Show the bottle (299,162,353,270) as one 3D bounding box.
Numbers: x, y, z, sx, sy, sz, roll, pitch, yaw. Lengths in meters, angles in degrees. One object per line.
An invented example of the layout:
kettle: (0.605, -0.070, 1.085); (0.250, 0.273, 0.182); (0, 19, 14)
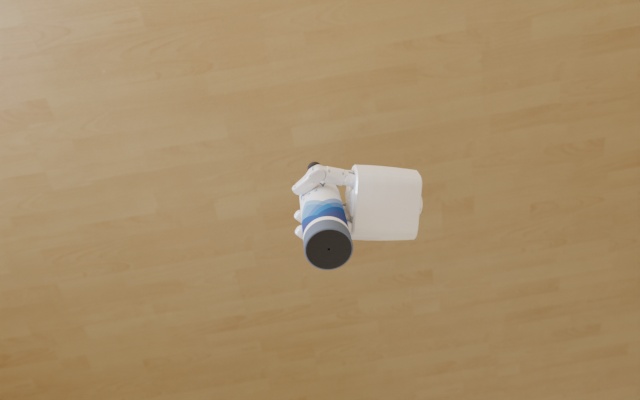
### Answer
bottle: (0.000, 0.003, 0.770); (0.069, 0.069, 0.295); (0, 26, -5)
